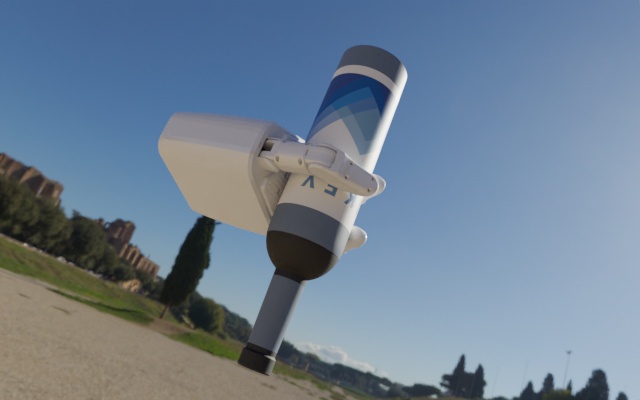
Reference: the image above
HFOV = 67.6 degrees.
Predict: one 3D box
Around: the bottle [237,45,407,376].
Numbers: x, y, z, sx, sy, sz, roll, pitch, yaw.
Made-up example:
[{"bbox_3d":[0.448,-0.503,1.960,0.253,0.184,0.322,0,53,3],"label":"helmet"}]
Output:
[{"bbox_3d":[0.000,0.001,0.415,0.069,0.295,0.069,19,-19,7],"label":"bottle"}]
